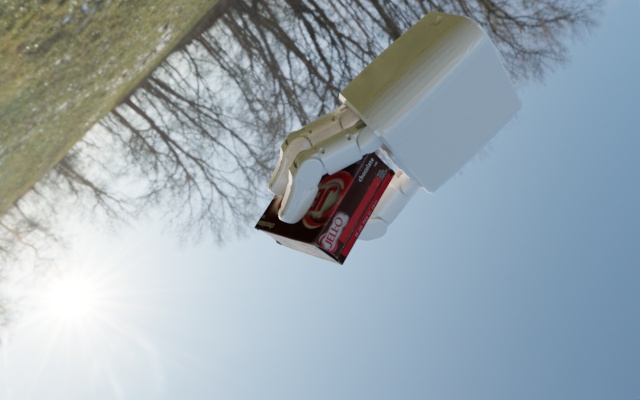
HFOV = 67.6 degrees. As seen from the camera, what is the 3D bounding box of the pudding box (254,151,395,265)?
[{"bbox_3d":[0.000,0.001,0.414,0.039,0.090,0.113,39,-17,-25],"label":"pudding box"}]
